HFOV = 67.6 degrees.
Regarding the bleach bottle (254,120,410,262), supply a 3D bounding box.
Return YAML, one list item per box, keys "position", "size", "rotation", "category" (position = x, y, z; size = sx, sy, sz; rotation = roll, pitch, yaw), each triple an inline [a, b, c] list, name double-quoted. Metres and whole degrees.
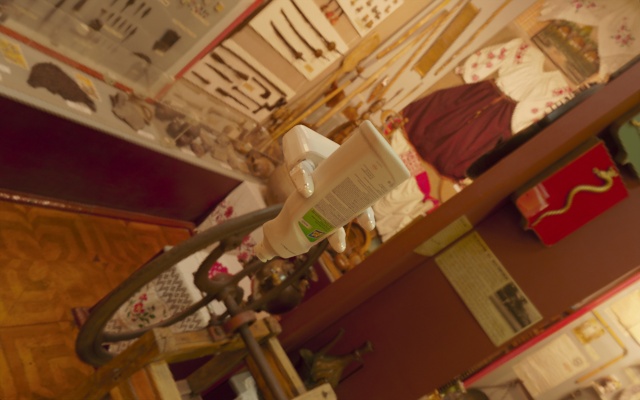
- position: [0.000, 0.002, 0.687]
  size: [0.103, 0.251, 0.068]
  rotation: [44, 16, -33]
  category: "bleach bottle"
